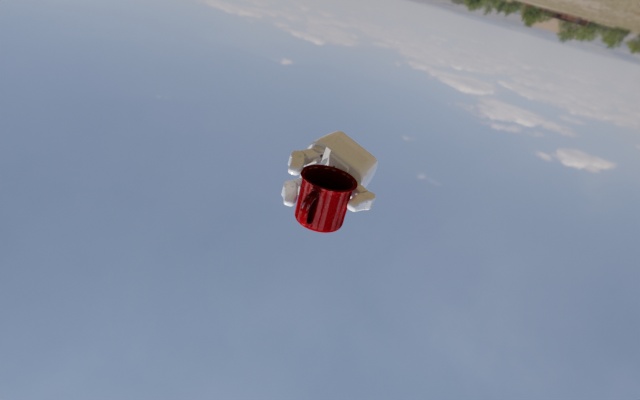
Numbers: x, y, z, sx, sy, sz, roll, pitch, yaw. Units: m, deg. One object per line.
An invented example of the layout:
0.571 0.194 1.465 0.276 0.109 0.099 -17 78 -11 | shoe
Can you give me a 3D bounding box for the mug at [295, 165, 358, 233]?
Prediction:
0.000 0.003 0.757 0.093 0.081 0.117 23 28 16 | mug
